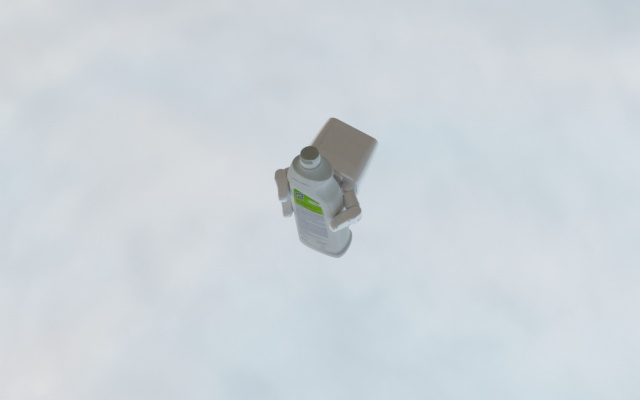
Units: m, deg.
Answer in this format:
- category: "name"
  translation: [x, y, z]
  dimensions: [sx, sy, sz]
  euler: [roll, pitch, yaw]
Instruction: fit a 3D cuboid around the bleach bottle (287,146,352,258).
- category: "bleach bottle"
  translation: [0.000, 0.003, 0.805]
  dimensions: [0.102, 0.068, 0.251]
  euler: [20, -30, 17]
